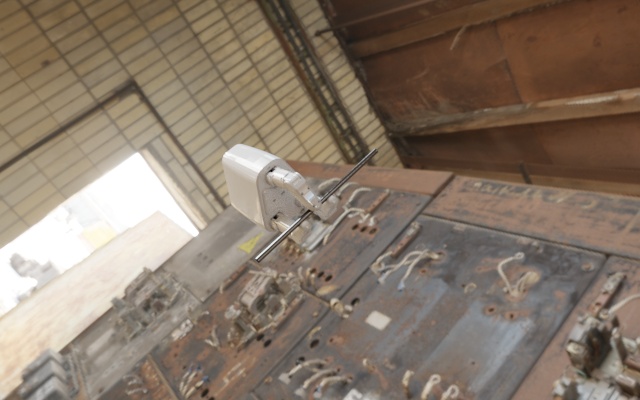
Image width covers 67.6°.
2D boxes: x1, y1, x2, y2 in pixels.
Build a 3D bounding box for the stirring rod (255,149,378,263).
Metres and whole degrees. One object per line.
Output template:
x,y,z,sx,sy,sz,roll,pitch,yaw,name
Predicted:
0.000,0.002,0.664,0.239,0.011,0.011,-43,18,-21,stirring rod
